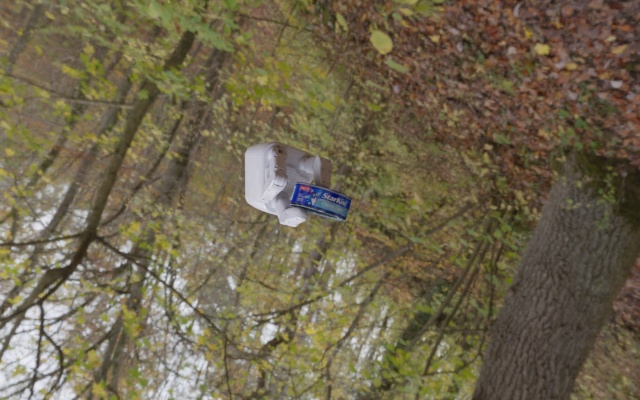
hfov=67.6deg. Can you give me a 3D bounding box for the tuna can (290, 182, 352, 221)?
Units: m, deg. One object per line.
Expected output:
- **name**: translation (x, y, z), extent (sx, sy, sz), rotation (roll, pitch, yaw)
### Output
- **tuna can**: translation (0.000, 0.003, 0.685), extent (0.086, 0.033, 0.086), rotation (17, -6, 2)
